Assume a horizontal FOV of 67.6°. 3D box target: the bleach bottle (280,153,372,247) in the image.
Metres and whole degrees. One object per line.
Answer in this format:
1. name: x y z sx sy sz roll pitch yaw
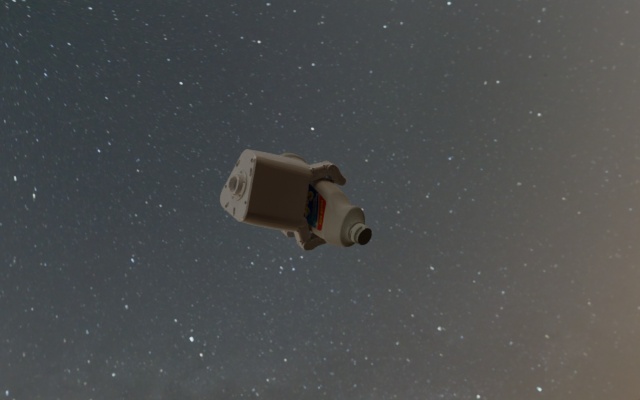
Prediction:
1. bleach bottle: 0.000 0.003 0.814 0.068 0.102 0.250 12 13 -40
